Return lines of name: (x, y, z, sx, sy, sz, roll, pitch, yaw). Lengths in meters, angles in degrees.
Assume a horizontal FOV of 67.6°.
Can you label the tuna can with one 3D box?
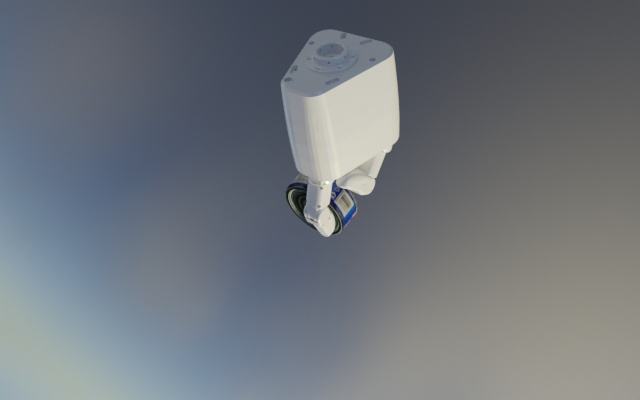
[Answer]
tuna can: (0.000, 0.002, 0.579, 0.086, 0.086, 0.033, 0, 44, 50)
